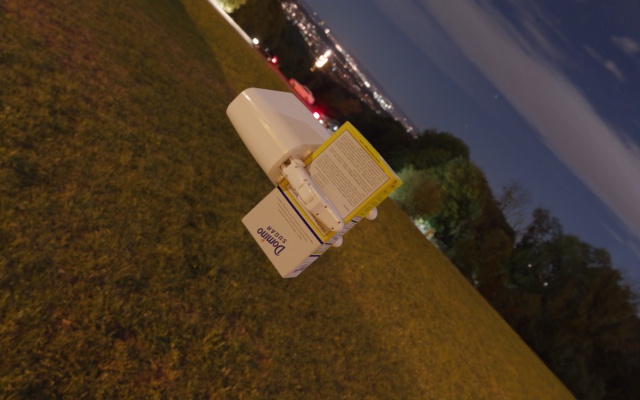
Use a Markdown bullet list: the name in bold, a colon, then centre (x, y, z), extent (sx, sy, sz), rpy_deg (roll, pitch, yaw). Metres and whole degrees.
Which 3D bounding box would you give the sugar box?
- **sugar box**: centre (0.000, 0.002, 0.567), extent (0.176, 0.093, 0.048), rpy_deg (-42, -18, 13)
